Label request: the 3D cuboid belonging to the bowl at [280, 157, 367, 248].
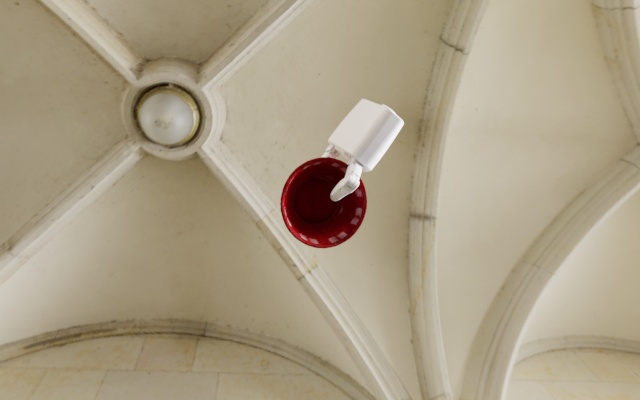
[{"bbox_3d":[-0.001,0.004,0.863,0.162,0.162,0.055,0,4,-19],"label":"bowl"}]
